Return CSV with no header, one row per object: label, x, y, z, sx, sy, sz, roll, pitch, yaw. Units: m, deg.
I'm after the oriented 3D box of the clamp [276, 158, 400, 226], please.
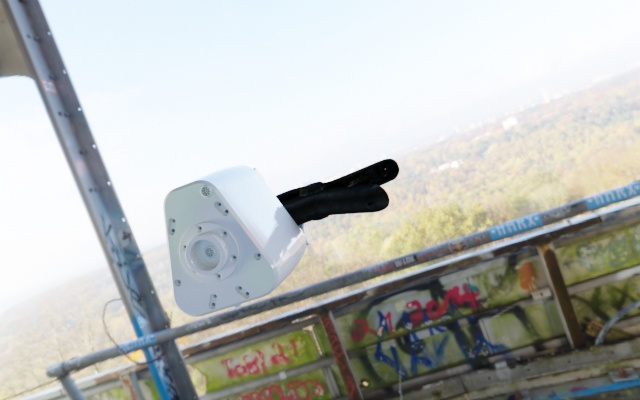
clamp,0.000,0.001,0.488,0.171,0.039,0.120,-20,7,11
